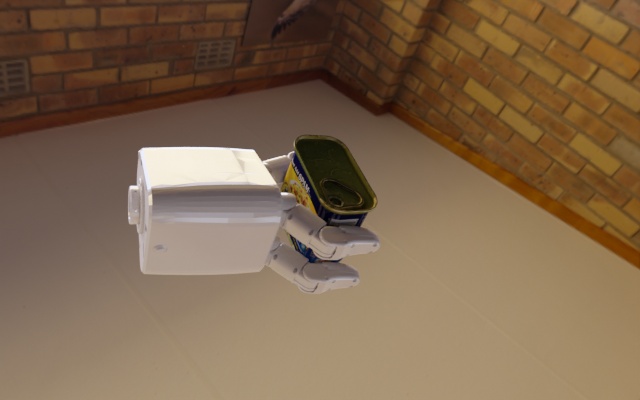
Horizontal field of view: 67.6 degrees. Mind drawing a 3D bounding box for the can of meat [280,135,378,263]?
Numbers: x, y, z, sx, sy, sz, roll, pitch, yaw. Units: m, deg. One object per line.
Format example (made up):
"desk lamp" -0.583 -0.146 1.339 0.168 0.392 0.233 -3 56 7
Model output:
"can of meat" 0.000 0.002 0.460 0.057 0.102 0.084 -2 -43 -28
